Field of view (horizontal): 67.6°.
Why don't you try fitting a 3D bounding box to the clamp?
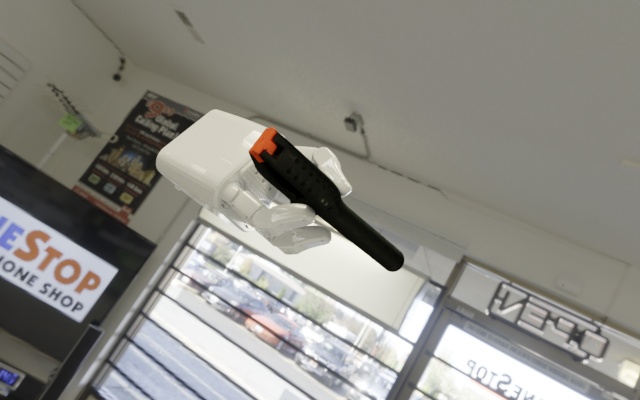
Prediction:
[{"bbox_3d":[0.000,0.001,0.481,0.164,0.036,0.210,28,-13,30],"label":"clamp"}]
